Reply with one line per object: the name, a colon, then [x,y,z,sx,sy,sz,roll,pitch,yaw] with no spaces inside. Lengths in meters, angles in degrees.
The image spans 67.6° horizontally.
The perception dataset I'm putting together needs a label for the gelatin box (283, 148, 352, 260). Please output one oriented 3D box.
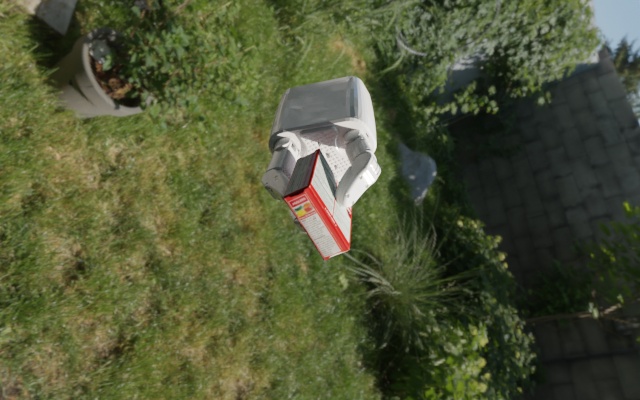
gelatin box: [0.000,0.001,0.454,0.030,0.073,0.089,-25,23,17]
